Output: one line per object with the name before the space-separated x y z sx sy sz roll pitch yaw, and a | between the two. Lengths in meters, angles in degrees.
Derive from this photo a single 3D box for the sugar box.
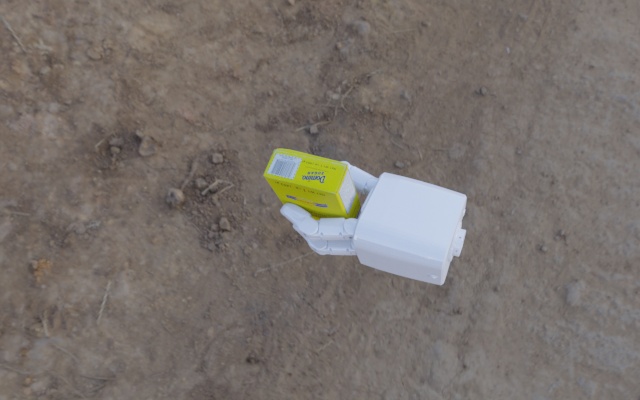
sugar box | 0.000 0.002 0.608 0.093 0.048 0.176 15 -22 20
